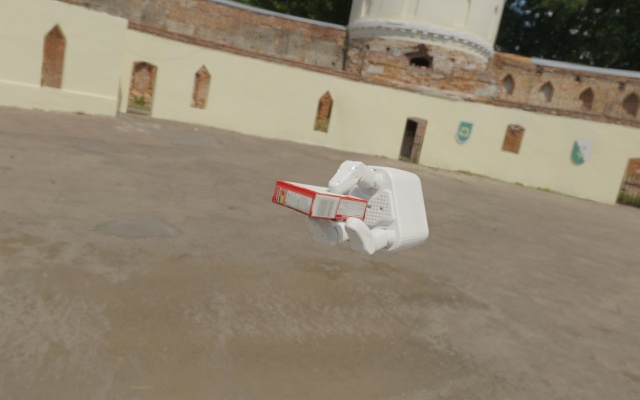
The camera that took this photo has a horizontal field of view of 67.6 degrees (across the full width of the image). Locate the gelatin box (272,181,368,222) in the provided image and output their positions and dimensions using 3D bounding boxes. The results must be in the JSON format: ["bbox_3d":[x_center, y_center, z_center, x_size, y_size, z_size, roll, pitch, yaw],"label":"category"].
[{"bbox_3d":[0.000,0.001,0.564,0.089,0.030,0.073,8,8,-44],"label":"gelatin box"}]
